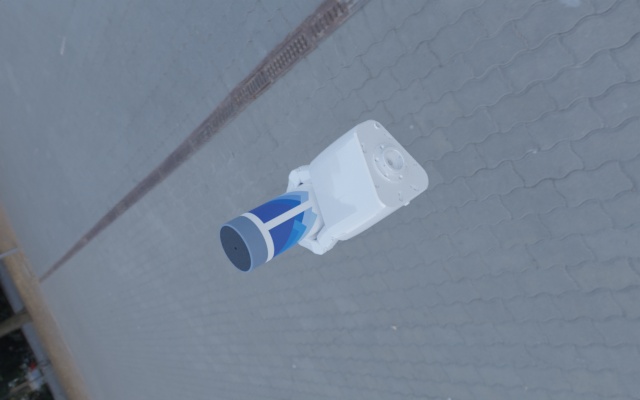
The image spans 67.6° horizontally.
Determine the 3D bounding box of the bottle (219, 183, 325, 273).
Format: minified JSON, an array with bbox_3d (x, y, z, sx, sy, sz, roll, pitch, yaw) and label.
[{"bbox_3d":[0.000,0.002,0.666,0.295,0.069,0.069,-29,18,-37],"label":"bottle"}]
